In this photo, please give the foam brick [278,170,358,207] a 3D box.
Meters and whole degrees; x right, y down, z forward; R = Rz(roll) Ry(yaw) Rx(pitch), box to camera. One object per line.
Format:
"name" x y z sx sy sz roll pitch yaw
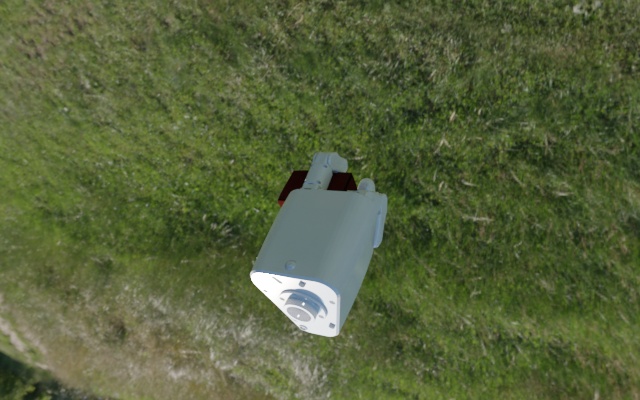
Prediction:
"foam brick" 0.000 0.002 0.547 0.078 0.051 0.053 4 -41 27
